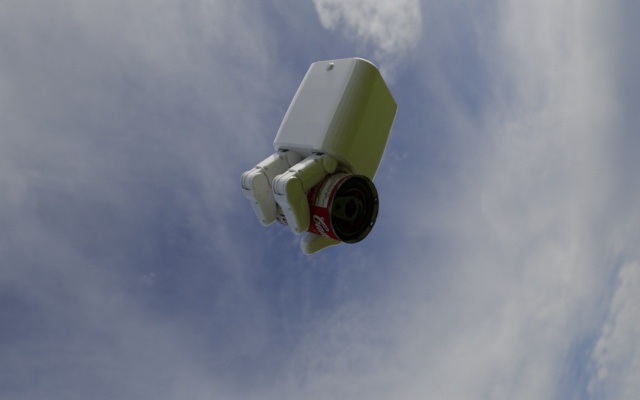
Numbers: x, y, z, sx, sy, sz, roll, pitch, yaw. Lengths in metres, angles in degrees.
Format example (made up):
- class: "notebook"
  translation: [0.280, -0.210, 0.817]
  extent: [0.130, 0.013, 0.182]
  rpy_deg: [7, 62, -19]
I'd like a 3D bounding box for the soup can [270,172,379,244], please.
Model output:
- class: "soup can"
  translation: [0.000, 0.002, 0.497]
  extent: [0.068, 0.068, 0.102]
  rpy_deg: [0, 8, -43]
